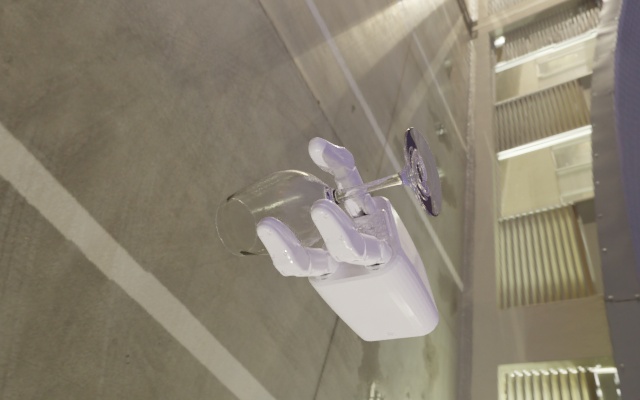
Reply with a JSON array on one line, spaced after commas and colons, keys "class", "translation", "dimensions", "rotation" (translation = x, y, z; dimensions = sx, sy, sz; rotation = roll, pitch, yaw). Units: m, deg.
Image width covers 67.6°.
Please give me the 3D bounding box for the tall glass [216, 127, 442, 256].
[{"class": "tall glass", "translation": [0.001, 0.001, 0.429], "dimensions": [0.201, 0.079, 0.079], "rotation": [-16, -8, 29]}]
